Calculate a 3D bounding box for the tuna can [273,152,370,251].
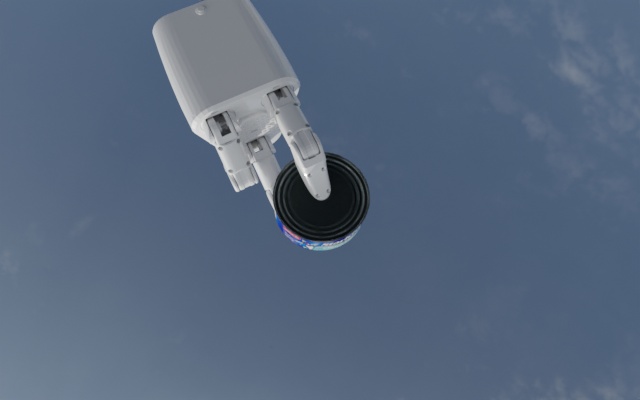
[{"bbox_3d":[0.000,0.002,0.433,0.086,0.086,0.034,0,-22,-3],"label":"tuna can"}]
